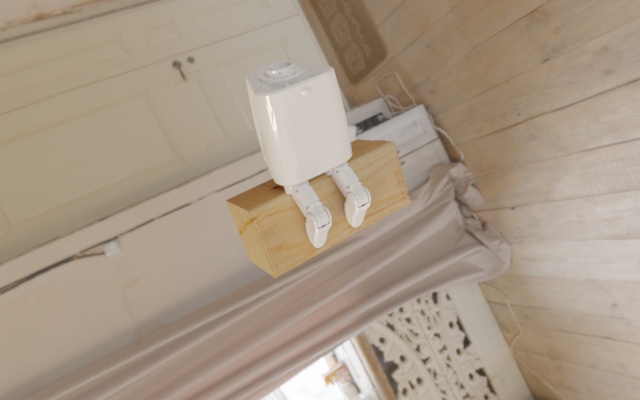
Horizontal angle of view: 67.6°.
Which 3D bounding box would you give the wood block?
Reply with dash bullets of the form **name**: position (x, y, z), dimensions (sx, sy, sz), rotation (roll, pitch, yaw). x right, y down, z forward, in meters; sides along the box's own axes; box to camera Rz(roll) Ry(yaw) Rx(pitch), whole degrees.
- **wood block**: position (0.000, 0.002, 0.608), dimensions (0.206, 0.090, 0.091), rotation (-27, 20, -22)
